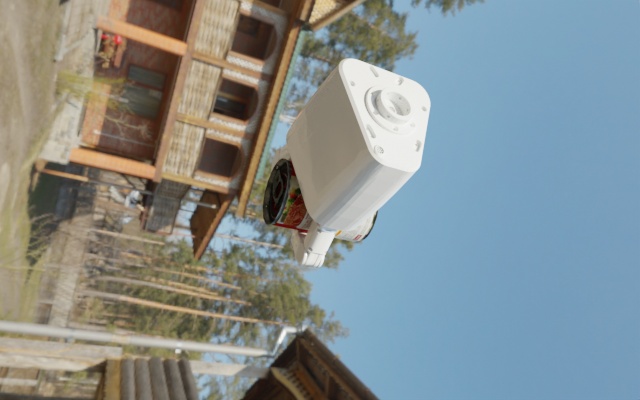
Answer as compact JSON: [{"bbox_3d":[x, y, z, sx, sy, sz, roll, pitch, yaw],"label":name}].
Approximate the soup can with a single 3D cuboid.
[{"bbox_3d":[0.000,0.002,0.492,0.102,0.068,0.068,13,-5,-23],"label":"soup can"}]
